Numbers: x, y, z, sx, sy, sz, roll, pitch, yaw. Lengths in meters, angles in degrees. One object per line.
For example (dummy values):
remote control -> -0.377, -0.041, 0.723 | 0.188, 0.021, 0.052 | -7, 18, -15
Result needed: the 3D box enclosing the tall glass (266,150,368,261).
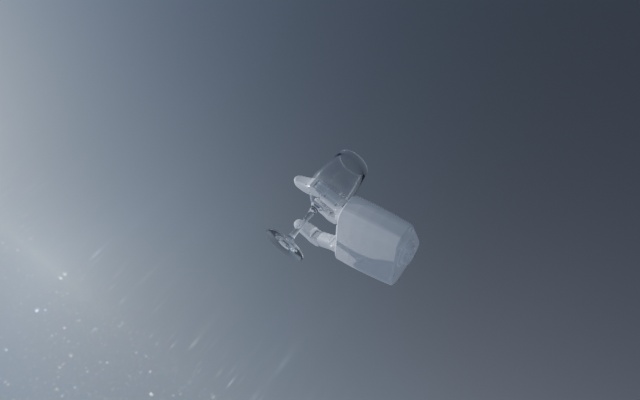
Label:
tall glass -> 0.000, 0.003, 0.801 | 0.079, 0.079, 0.201 | 0, 44, 54
